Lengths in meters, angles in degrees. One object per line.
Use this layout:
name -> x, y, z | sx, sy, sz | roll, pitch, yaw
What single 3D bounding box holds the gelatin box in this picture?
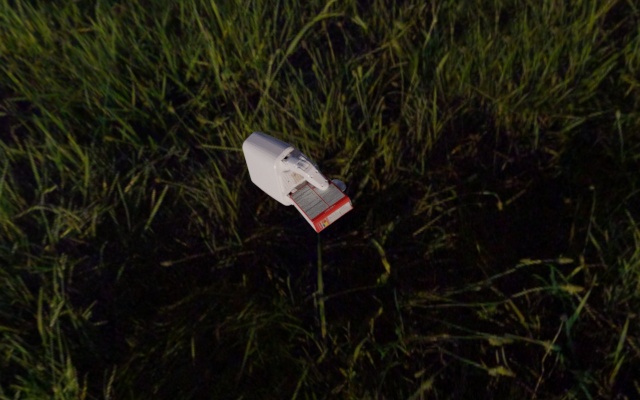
gelatin box -> 0.000, 0.002, 0.802 | 0.073, 0.030, 0.089 | -35, 44, -10
